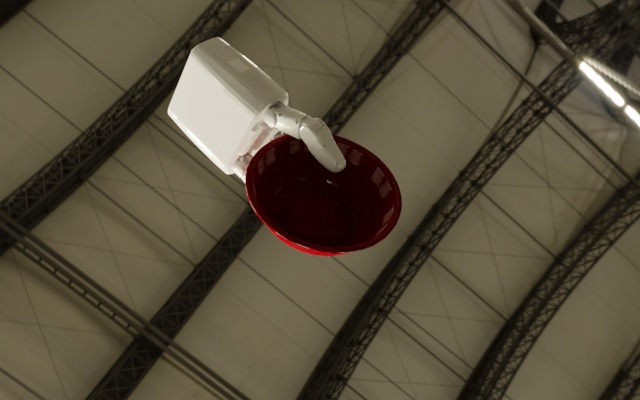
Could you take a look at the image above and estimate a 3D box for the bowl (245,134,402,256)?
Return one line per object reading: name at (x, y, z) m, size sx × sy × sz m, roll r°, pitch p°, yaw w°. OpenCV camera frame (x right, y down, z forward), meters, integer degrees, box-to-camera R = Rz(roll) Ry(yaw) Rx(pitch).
bowl at (0.001, 0.003, 0.500) m, size 0.162 × 0.162 × 0.055 m, roll 0°, pitch -40°, yaw -15°
